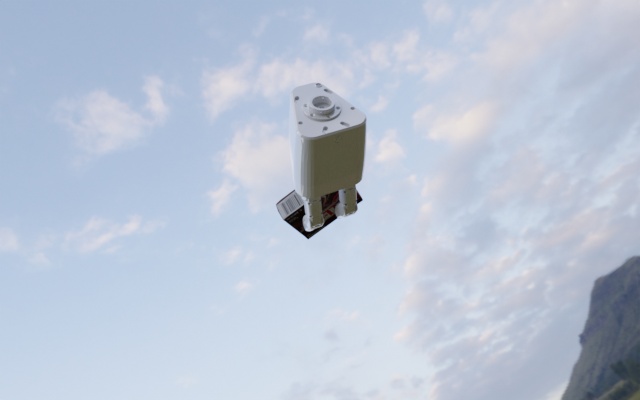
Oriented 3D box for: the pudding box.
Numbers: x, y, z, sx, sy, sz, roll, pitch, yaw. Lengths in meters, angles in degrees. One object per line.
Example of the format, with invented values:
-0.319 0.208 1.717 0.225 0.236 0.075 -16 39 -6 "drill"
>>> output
0.000 0.002 0.734 0.113 0.039 0.090 -34 -34 7 "pudding box"
